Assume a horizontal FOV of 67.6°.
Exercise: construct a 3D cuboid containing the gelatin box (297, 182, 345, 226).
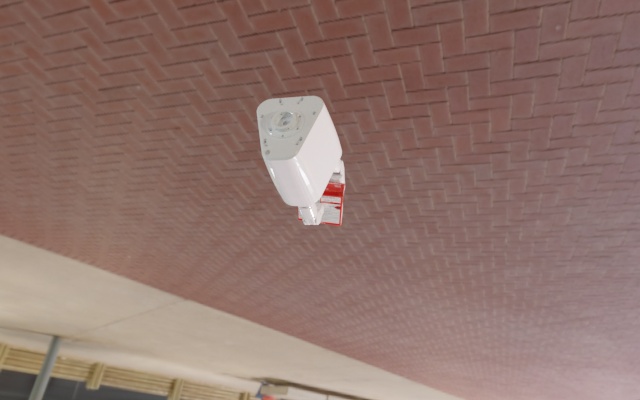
[{"bbox_3d":[0.000,0.003,0.770,0.073,0.030,0.089,7,-34,4],"label":"gelatin box"}]
